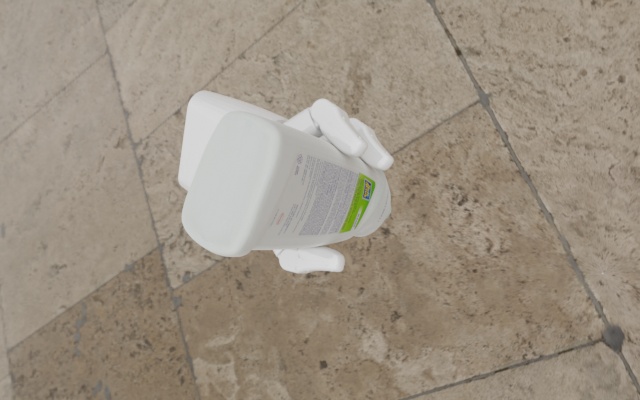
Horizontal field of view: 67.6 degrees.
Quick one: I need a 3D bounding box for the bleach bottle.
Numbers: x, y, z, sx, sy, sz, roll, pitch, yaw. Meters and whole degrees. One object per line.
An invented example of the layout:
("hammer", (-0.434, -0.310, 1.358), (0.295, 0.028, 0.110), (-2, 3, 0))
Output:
("bleach bottle", (0.000, 0.001, 0.428), (0.068, 0.102, 0.251), (25, 6, 31))
